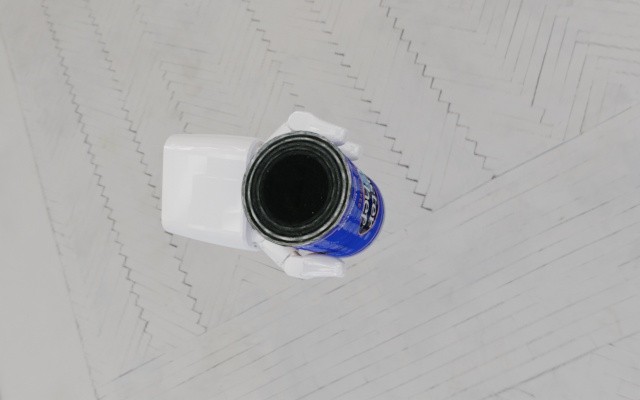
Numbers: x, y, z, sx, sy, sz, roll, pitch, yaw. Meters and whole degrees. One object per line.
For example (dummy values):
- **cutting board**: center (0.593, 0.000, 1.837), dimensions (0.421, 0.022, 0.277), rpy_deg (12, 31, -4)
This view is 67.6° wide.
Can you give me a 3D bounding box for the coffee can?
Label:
- **coffee can**: center (0.000, 0.002, 0.473), dimensions (0.103, 0.103, 0.140), rpy_deg (0, -11, 19)
